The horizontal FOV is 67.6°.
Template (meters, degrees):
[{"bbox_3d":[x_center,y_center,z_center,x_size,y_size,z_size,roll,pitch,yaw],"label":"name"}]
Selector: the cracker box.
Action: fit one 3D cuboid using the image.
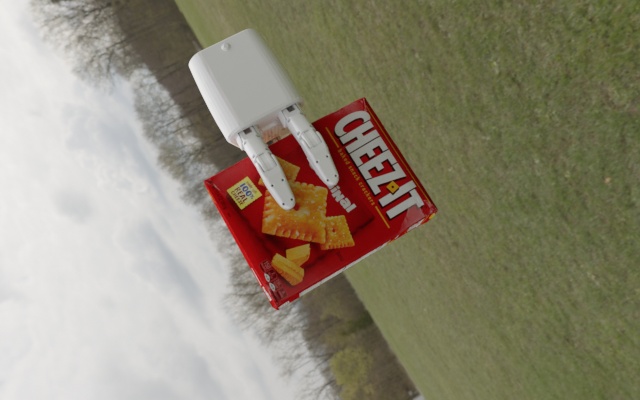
[{"bbox_3d":[0.000,0.002,0.556,0.213,0.164,0.072,-29,-10,-9],"label":"cracker box"}]
